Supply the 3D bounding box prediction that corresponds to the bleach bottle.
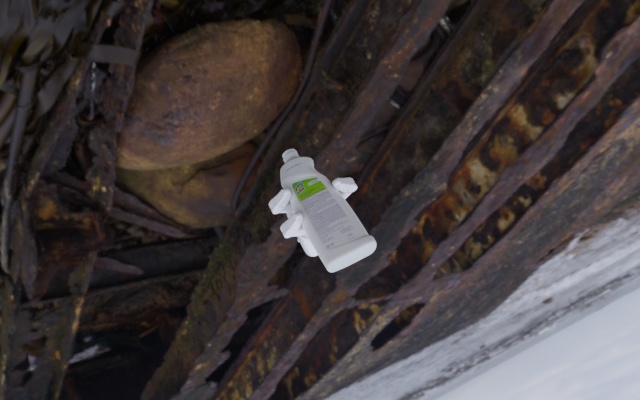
[{"bbox_3d":[0.000,0.003,0.888,0.102,0.250,0.068,-25,-25,-8],"label":"bleach bottle"}]
